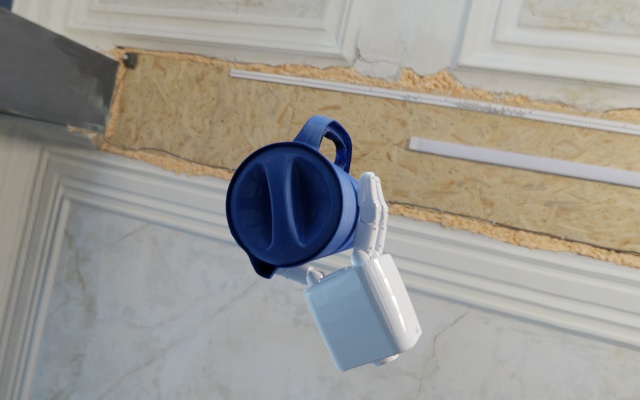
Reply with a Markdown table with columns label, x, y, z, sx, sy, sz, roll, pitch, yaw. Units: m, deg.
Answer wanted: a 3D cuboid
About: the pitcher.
| label | x | y | z | sx | sy | sz | roll | pitch | yaw |
| --- | --- | --- | --- | --- | --- | --- | --- | --- | --- |
| pitcher | 0.000 | 0.002 | 0.603 | 0.149 | 0.145 | 0.243 | -28 | -12 | 15 |
